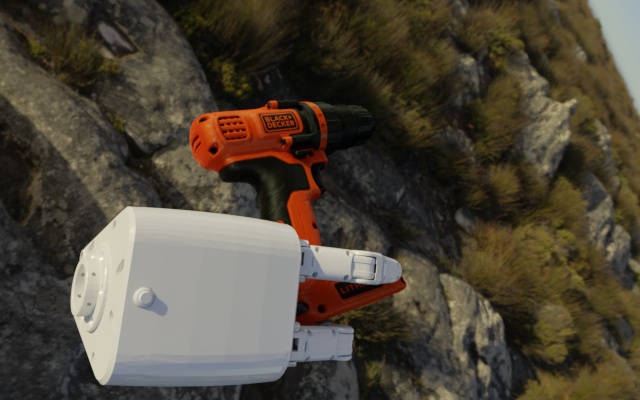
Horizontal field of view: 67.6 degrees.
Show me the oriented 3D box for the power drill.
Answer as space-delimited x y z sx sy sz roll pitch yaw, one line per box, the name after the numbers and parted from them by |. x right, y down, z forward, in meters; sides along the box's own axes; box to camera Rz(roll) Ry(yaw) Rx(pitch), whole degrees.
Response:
0.000 0.002 0.406 0.184 0.187 0.057 -13 -18 -34 | power drill
